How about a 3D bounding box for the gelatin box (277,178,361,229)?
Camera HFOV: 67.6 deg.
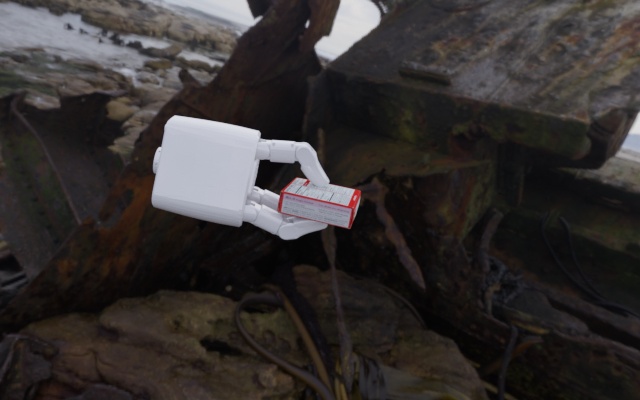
[{"bbox_3d":[0.001,0.002,0.577,0.089,0.030,0.073,12,18,7],"label":"gelatin box"}]
